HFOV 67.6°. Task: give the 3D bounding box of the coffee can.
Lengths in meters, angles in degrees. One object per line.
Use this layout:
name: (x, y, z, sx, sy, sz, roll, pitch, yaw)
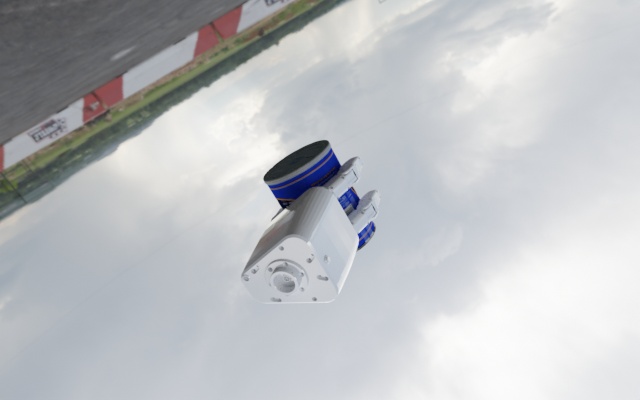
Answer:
coffee can: (0.000, 0.002, 0.662, 0.103, 0.140, 0.102, -27, 19, 10)
